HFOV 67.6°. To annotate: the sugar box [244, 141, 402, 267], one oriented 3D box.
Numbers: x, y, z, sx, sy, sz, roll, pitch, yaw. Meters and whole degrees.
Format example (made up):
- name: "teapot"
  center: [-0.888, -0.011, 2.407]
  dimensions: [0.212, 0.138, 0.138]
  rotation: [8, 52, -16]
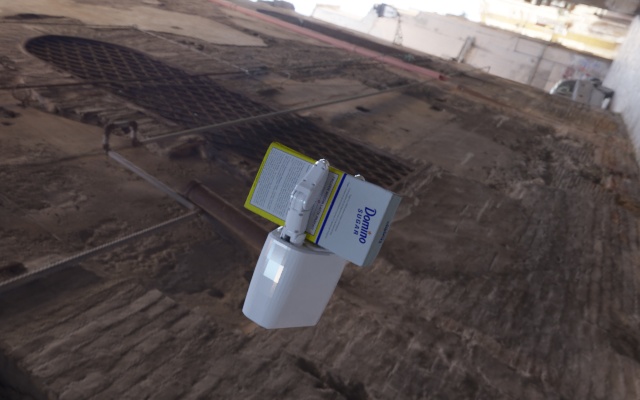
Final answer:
- name: "sugar box"
  center: [0.000, 0.002, 0.583]
  dimensions: [0.176, 0.093, 0.048]
  rotation: [26, 6, 23]
